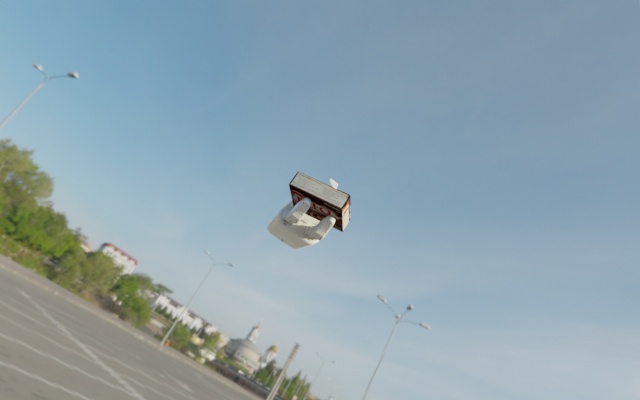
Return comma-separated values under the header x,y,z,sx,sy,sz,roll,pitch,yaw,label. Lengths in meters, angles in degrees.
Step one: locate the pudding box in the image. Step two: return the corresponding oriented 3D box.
x,y,z,sx,sy,sz,roll,pitch,yaw,label
0.000,0.003,0.882,0.113,0.039,0.090,23,-25,16,pudding box
